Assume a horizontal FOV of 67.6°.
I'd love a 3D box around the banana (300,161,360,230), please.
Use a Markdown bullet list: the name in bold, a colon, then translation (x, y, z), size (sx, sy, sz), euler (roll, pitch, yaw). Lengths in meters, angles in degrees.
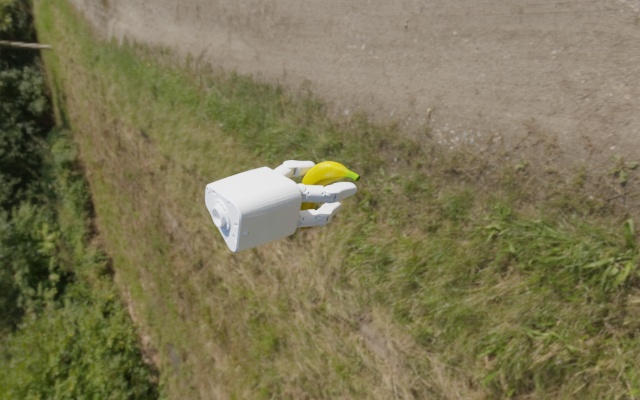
- **banana**: translation (-0.008, -0.015, 0.827), size (0.037, 0.069, 0.198), euler (-23, -14, -37)
